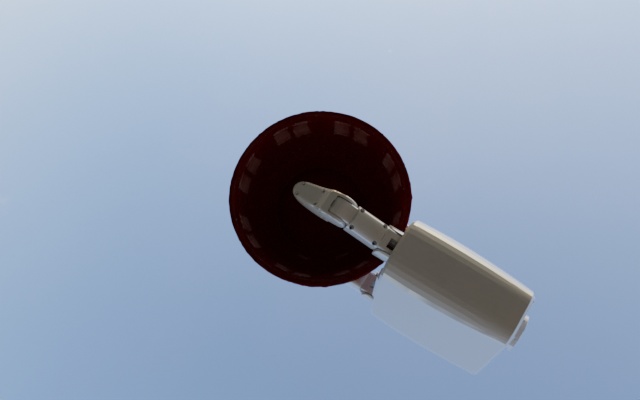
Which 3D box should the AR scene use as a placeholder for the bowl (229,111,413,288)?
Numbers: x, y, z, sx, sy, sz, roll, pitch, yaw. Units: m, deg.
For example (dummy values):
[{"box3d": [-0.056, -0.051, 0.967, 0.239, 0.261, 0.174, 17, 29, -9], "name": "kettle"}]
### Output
[{"box3d": [-0.001, 0.001, 0.444, 0.162, 0.162, 0.055, 0, -15, 2], "name": "bowl"}]
